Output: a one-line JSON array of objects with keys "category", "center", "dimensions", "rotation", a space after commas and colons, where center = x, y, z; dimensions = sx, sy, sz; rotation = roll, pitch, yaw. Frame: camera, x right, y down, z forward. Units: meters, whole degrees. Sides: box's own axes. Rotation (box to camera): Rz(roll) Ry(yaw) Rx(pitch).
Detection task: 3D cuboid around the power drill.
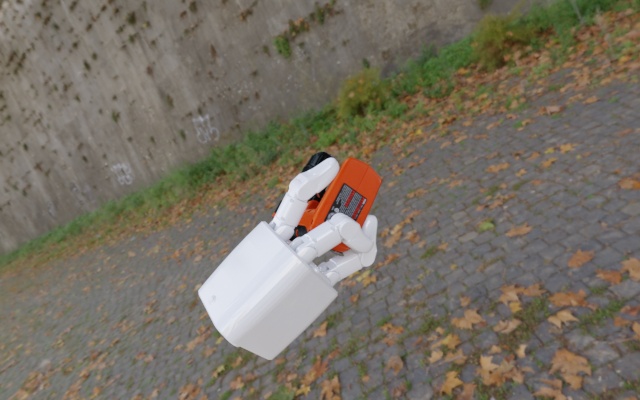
[{"category": "power drill", "center": [0.000, 0.002, 0.610], "dimensions": [0.057, 0.184, 0.187], "rotation": [31, -19, -17]}]
